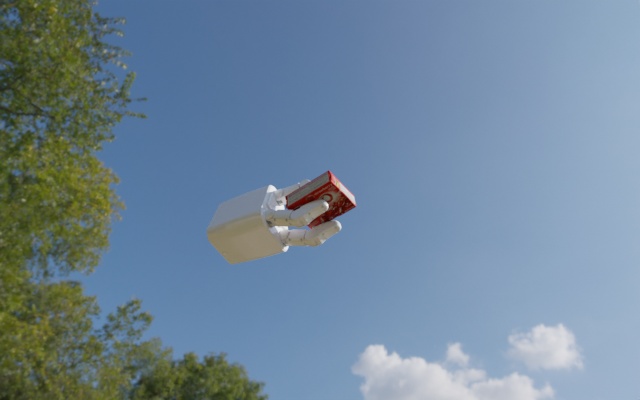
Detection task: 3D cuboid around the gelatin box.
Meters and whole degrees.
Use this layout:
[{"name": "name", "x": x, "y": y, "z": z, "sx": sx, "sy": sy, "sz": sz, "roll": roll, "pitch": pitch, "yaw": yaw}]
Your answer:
[{"name": "gelatin box", "x": 0.000, "y": 0.002, "z": 0.760, "sx": 0.089, "sy": 0.030, "sz": 0.073, "roll": -31, "pitch": -50, "yaw": 20}]
